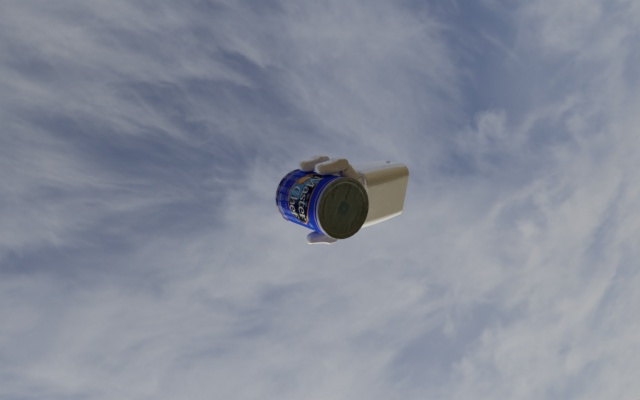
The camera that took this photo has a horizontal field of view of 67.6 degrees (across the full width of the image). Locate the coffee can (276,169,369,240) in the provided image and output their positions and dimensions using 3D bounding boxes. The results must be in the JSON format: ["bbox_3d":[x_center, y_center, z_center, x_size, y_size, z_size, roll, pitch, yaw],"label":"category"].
[{"bbox_3d":[0.000,0.003,0.827,0.103,0.103,0.140,0,9,-34],"label":"coffee can"}]
